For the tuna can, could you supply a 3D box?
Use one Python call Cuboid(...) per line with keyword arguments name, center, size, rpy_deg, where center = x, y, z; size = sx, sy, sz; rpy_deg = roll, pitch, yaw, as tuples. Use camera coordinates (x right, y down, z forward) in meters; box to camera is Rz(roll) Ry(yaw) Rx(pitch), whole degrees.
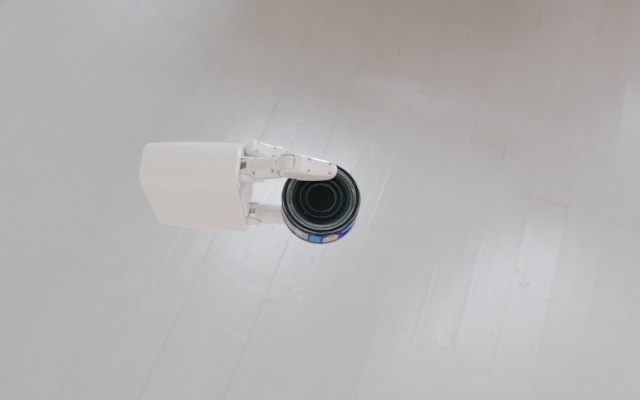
Cuboid(name="tuna can", center=(0.000, 0.001, 0.515), size=(0.086, 0.086, 0.034), rpy_deg=(0, -21, -3))
